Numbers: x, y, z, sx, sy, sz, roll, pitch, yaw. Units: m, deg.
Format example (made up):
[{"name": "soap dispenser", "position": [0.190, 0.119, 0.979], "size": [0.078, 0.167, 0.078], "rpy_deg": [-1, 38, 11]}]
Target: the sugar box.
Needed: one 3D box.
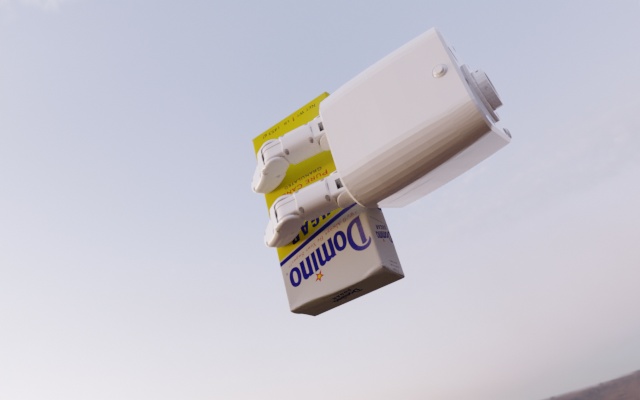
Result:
[{"name": "sugar box", "position": [0.000, 0.001, 0.420], "size": [0.093, 0.176, 0.048], "rpy_deg": [-30, -32, 24]}]
